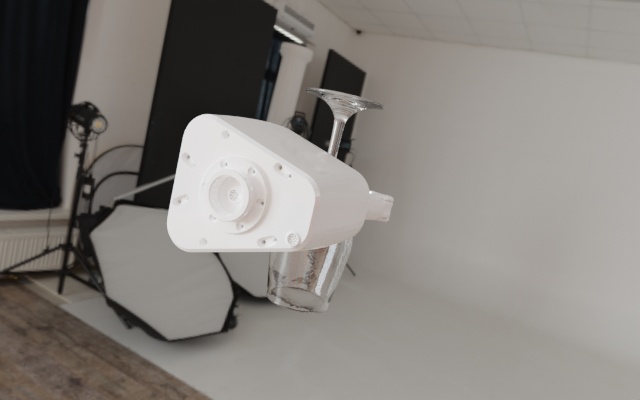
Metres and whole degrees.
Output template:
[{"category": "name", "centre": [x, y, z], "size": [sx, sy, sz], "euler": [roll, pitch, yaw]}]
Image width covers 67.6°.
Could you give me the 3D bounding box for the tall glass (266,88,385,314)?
[{"category": "tall glass", "centre": [0.000, 0.001, 0.453], "size": [0.079, 0.201, 0.079], "euler": [13, 7, -2]}]
